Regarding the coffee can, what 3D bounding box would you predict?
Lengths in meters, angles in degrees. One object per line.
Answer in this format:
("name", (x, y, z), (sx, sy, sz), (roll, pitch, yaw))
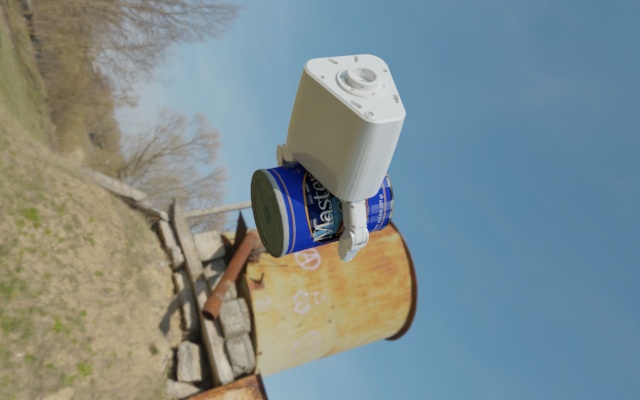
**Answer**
("coffee can", (0.000, 0.002, 0.567), (0.140, 0.103, 0.103), (-12, 5, -24))
